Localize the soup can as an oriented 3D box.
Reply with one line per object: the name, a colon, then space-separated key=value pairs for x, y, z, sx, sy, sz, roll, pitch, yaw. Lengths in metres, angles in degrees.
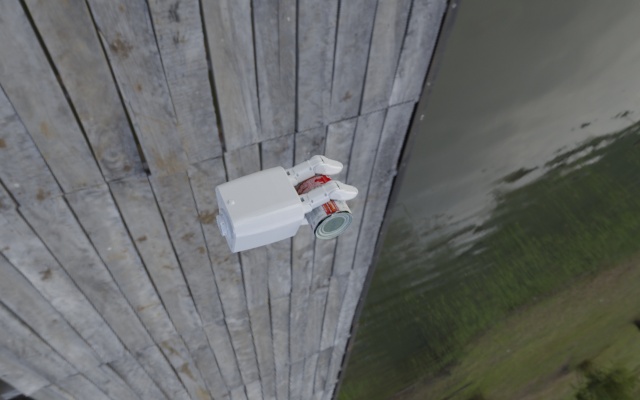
soup can: x=0.001 y=0.003 z=0.757 sx=0.068 sy=0.102 sz=0.069 roll=-20 pitch=-33 yaw=-14
